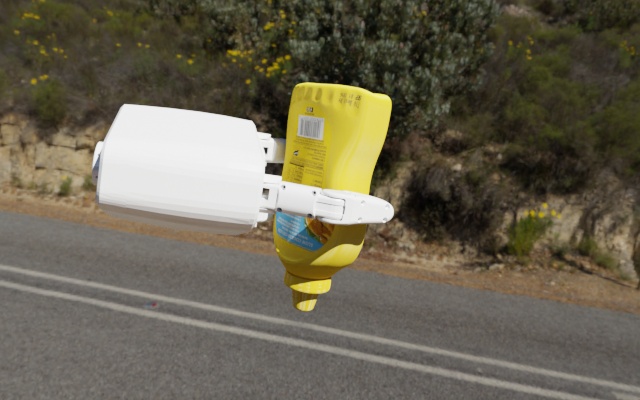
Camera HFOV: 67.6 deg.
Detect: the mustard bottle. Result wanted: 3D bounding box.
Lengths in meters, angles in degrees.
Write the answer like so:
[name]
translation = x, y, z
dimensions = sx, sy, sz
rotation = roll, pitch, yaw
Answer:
[mustard bottle]
translation = 0.000, 0.001, 0.406
dimensions = 0.058, 0.191, 0.096
rotation = 3, 11, -42
